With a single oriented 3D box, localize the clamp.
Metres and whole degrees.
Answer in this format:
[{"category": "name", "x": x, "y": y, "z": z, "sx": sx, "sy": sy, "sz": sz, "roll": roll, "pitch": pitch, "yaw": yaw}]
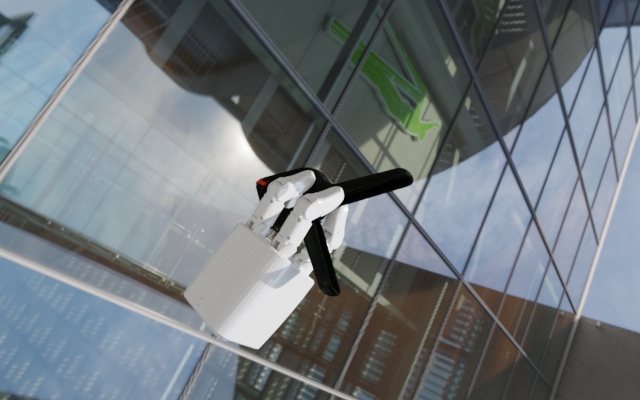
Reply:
[{"category": "clamp", "x": 0.000, "y": 0.002, "z": 0.578, "sx": 0.210, "sy": 0.164, "sz": 0.036, "roll": 31, "pitch": -14, "yaw": 45}]
